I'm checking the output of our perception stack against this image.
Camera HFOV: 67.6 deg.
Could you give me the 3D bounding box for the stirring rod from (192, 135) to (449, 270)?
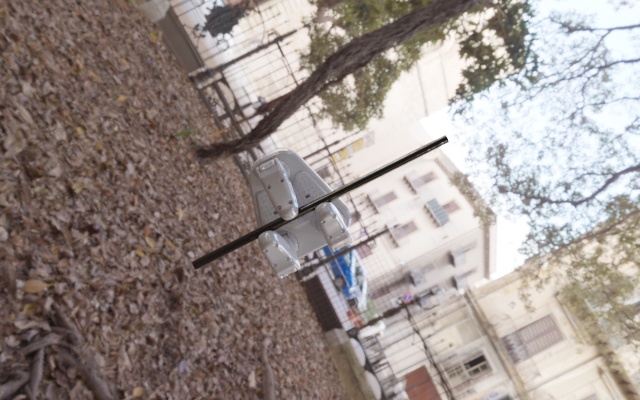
[{"bbox_3d":[0.000,0.001,0.407,0.239,0.011,0.011,-27,0,0],"label":"stirring rod"}]
